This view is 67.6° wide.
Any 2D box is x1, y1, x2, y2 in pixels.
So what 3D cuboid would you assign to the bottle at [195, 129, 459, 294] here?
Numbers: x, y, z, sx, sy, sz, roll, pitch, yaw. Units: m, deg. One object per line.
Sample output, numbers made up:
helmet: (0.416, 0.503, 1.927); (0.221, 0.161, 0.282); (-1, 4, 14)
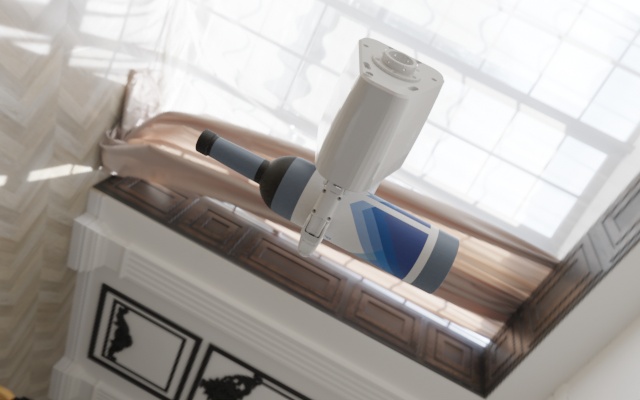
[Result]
bottle: (0.000, 0.002, 0.514); (0.295, 0.069, 0.069); (28, 2, 3)
